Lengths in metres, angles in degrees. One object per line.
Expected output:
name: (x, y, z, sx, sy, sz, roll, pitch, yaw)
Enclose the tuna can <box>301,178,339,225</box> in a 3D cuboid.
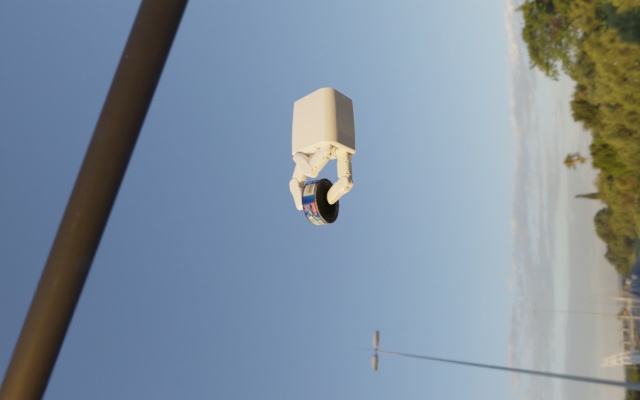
tuna can: (0.000, 0.003, 0.897, 0.034, 0.086, 0.086, -10, -5, 30)
